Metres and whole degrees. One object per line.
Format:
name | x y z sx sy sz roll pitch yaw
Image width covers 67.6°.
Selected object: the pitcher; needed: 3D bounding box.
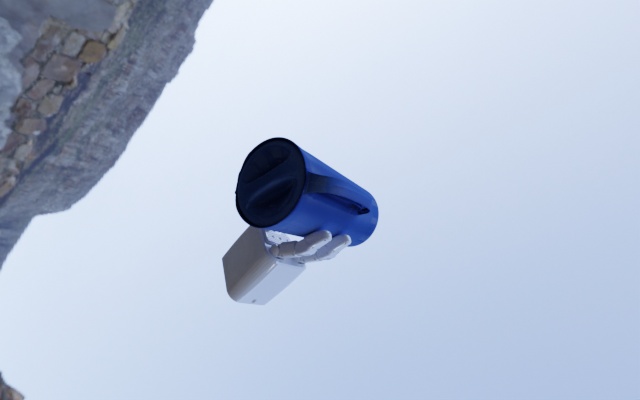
pitcher | 0.000 0.003 0.751 0.243 0.145 0.149 23 27 -51
